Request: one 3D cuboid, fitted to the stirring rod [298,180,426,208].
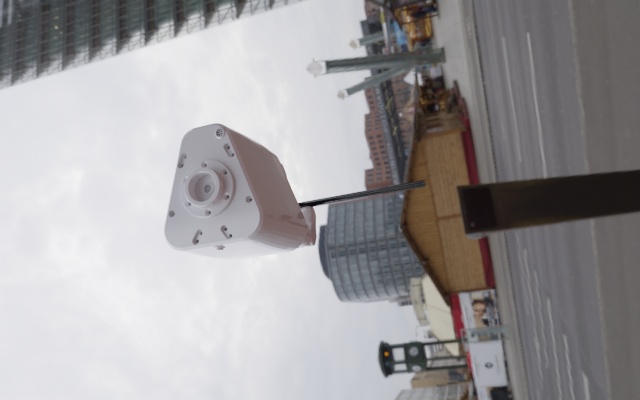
[{"bbox_3d":[0.000,0.002,0.554,0.239,0.011,0.011,-10,-3,15],"label":"stirring rod"}]
